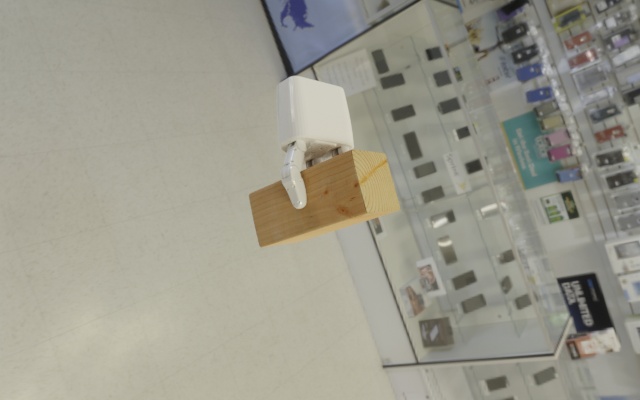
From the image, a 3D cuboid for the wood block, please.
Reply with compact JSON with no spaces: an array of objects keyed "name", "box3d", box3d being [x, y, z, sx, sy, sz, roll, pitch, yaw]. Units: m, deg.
[{"name":"wood block","box3d":[0.000,0.002,0.717,0.206,0.090,0.091,-21,-12,37]}]
